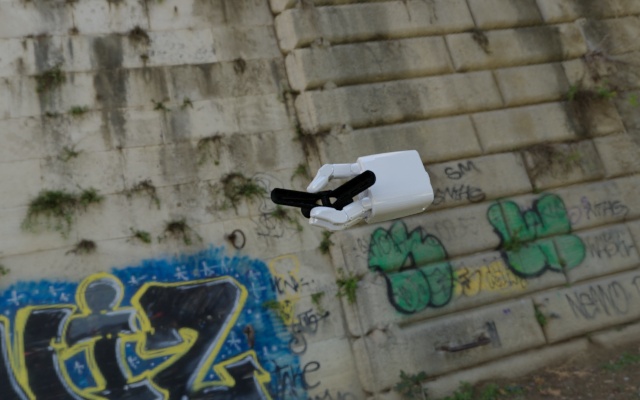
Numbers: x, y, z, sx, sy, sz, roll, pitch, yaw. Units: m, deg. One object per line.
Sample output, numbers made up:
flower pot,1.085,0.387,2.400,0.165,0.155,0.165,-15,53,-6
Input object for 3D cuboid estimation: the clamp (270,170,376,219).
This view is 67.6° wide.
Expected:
clamp,0.000,0.002,0.817,0.164,0.036,0.210,-8,-16,-5
